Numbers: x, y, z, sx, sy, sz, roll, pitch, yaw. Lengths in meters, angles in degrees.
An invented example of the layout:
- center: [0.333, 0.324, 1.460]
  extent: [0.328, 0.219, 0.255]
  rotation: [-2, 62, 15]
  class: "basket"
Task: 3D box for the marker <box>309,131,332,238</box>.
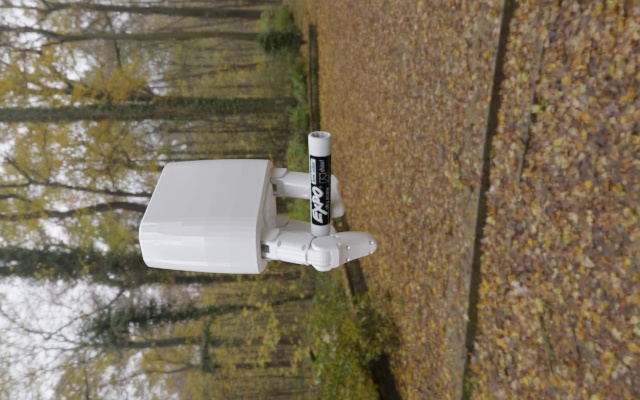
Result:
- center: [0.000, 0.001, 0.408]
  extent: [0.020, 0.121, 0.020]
  rotation: [0, 27, 0]
  class: "marker"
